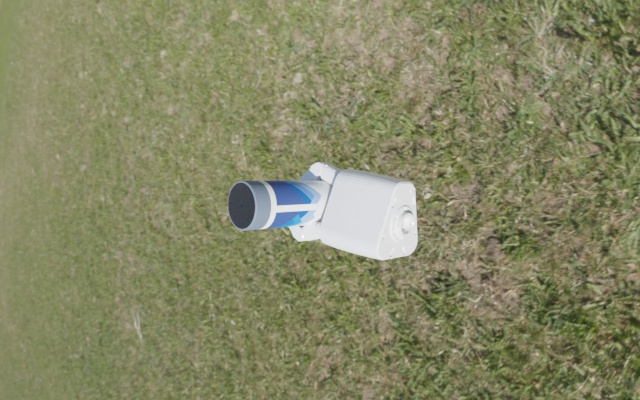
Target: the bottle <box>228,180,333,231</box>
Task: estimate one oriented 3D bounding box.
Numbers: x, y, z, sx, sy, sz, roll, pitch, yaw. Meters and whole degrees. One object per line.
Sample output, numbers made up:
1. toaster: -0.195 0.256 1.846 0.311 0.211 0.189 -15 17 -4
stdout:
1. bottle: 0.000 0.002 0.735 0.296 0.069 0.069 -3 2 -44
